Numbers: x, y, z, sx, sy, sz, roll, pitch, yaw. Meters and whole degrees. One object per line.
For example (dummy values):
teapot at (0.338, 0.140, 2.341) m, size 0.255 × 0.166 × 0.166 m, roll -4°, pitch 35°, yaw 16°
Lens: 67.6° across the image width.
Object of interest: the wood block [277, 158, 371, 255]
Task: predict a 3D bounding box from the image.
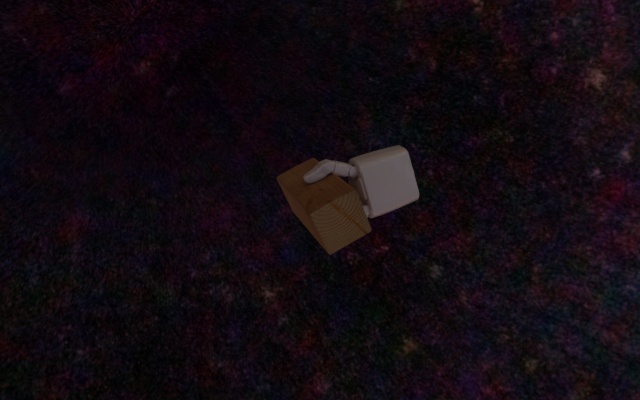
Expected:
wood block at (0.000, 0.003, 0.890) m, size 0.090 × 0.091 × 0.206 m, roll -29°, pitch 27°, yaw -10°
